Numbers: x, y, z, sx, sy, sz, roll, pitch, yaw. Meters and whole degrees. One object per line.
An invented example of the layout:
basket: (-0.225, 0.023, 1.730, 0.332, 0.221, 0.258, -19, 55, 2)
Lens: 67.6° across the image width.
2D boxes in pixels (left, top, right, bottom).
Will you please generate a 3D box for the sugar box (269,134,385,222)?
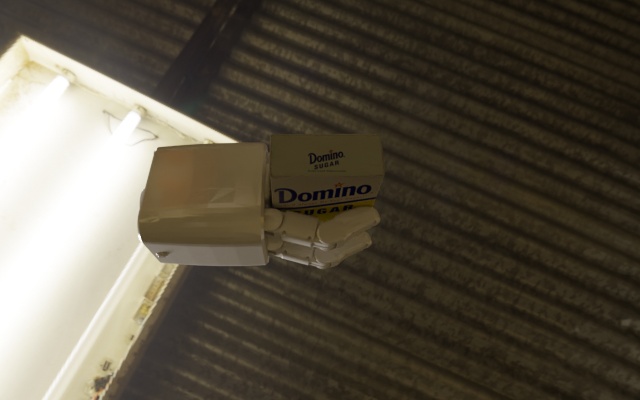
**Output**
sugar box: (0.000, 0.002, 0.455, 0.093, 0.048, 0.176, -1, -23, -4)
